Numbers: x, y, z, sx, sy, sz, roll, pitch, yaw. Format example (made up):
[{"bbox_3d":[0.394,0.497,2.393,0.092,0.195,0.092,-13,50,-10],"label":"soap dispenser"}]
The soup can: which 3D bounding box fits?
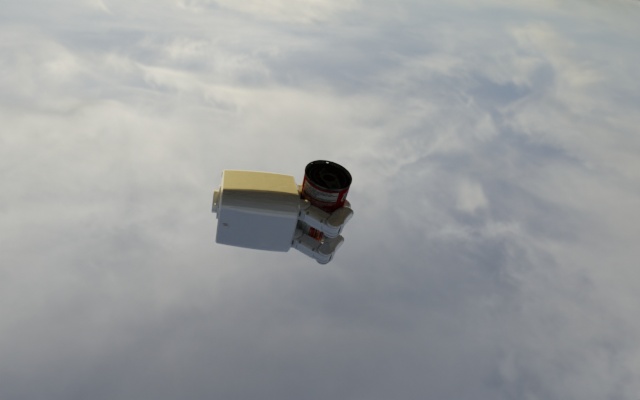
[{"bbox_3d":[0.001,0.002,0.690,0.068,0.102,0.068,10,38,-8],"label":"soup can"}]
